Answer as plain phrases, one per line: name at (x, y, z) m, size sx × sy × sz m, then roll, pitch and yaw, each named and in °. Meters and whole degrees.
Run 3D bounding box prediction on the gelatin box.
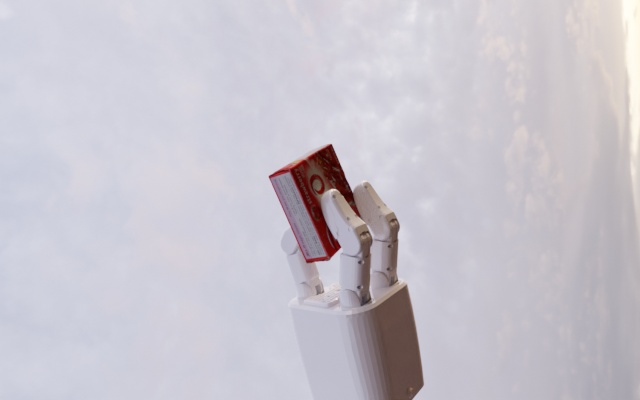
gelatin box at (0.000, 0.001, 0.437) m, size 0.030 × 0.089 × 0.073 m, roll -15°, pitch 14°, yaw 37°
